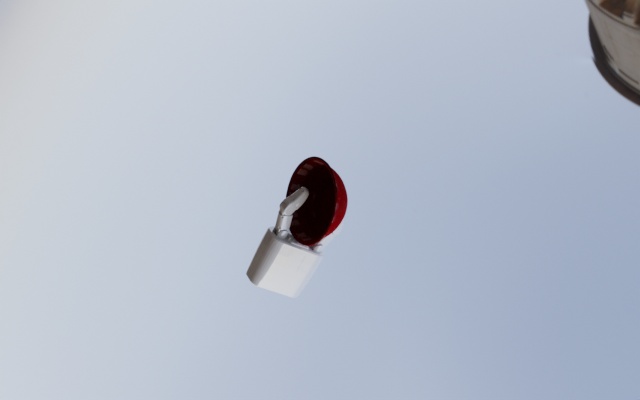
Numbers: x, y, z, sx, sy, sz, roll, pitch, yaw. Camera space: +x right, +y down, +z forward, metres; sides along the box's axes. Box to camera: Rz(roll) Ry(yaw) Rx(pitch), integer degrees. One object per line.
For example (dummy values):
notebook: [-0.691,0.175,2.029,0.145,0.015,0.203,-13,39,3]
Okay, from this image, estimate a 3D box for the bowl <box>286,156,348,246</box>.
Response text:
bowl: [0.001,0.002,0.870,0.055,0.162,0.162,6,-3,-35]
